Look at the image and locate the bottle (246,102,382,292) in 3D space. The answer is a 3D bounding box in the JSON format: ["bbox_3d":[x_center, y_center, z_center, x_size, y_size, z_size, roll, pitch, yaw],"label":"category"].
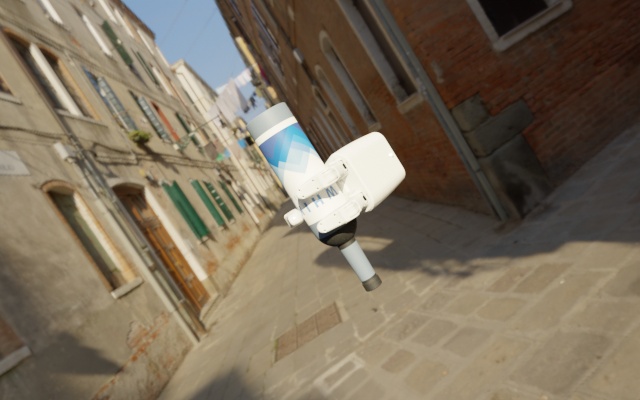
[{"bbox_3d":[0.000,0.002,0.689,0.069,0.296,0.069,-32,4,2],"label":"bottle"}]
